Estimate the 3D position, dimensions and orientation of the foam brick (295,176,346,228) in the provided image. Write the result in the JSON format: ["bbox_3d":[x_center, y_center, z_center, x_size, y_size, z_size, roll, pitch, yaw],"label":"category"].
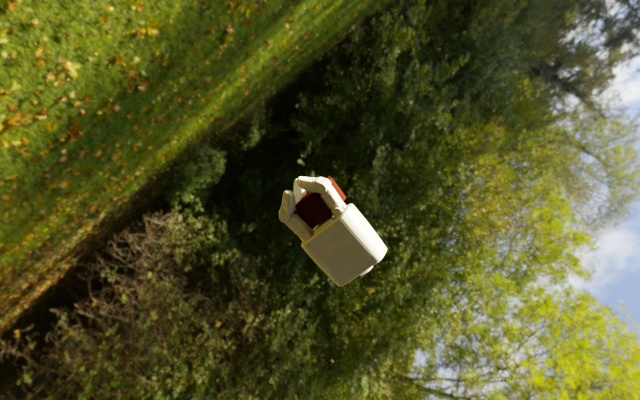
[{"bbox_3d":[0.000,0.003,0.860,0.053,0.051,0.078,-33,9,38],"label":"foam brick"}]
